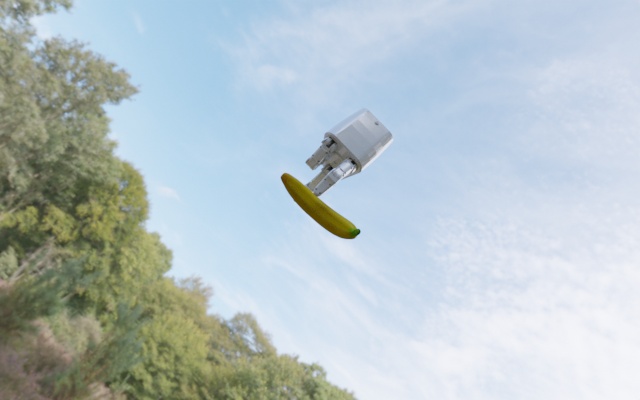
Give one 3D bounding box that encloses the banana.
[{"bbox_3d":[0.003,0.017,0.868,0.197,0.070,0.037,35,60,28],"label":"banana"}]
